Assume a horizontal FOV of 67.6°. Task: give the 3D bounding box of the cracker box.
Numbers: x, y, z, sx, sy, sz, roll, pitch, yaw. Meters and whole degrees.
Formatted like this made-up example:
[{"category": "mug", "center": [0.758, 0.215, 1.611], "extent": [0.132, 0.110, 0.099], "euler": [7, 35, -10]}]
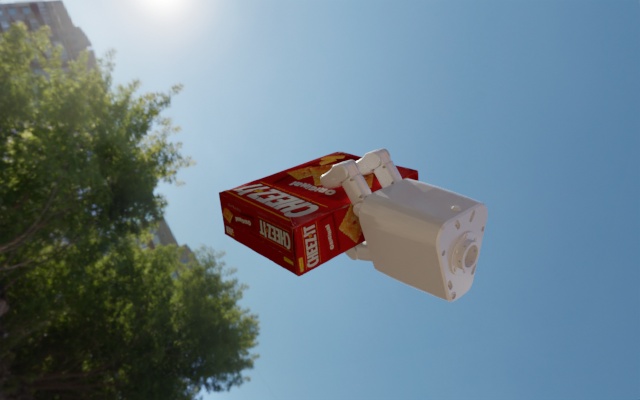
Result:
[{"category": "cracker box", "center": [0.000, 0.002, 0.633], "extent": [0.213, 0.072, 0.164], "euler": [-22, 28, -36]}]
